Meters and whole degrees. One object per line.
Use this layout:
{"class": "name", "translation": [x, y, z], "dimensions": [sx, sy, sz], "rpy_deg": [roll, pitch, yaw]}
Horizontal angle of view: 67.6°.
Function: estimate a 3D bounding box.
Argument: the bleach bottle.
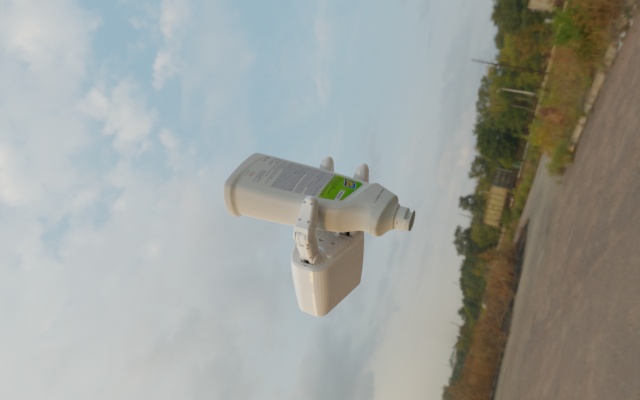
{"class": "bleach bottle", "translation": [0.000, 0.002, 0.647], "dimensions": [0.251, 0.068, 0.102], "rpy_deg": [15, 44, 21]}
